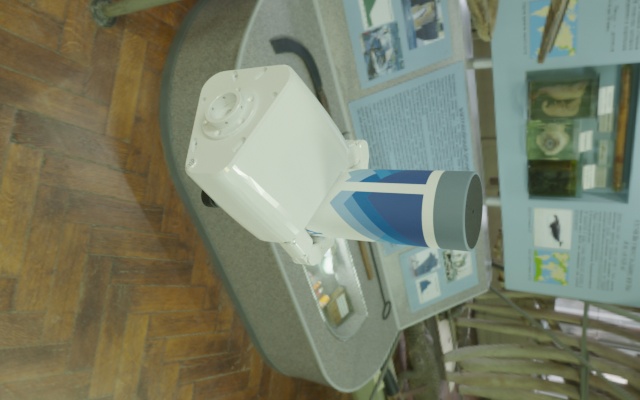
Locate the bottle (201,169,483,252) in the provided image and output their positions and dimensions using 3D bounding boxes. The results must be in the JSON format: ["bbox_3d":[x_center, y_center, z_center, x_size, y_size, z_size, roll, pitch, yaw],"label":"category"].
[{"bbox_3d":[0.000,0.002,0.468,0.295,0.069,0.069,3,2,31],"label":"bottle"}]
